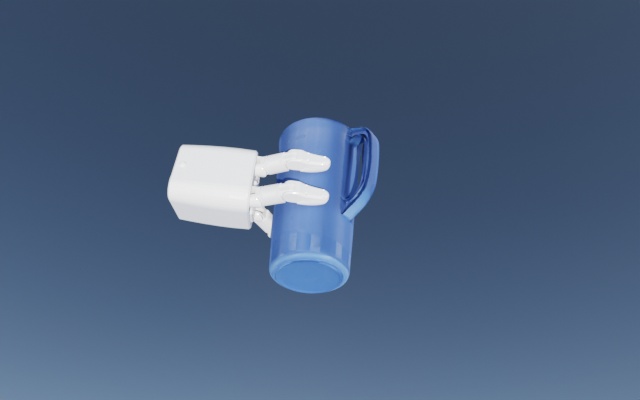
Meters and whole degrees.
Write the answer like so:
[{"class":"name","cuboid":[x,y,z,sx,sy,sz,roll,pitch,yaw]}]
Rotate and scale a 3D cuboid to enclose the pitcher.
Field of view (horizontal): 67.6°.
[{"class":"pitcher","cuboid":[0.000,0.002,0.694,0.145,0.242,0.149,8,-37,-5]}]
